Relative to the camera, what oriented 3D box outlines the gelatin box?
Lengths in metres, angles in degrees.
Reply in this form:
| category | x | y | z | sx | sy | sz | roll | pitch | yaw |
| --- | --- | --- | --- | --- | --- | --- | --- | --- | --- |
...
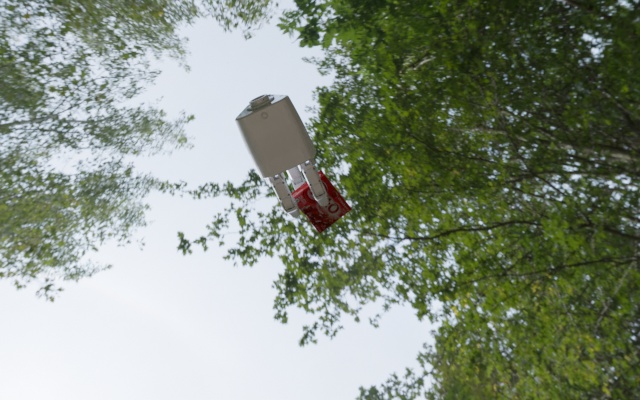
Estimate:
| category | x | y | z | sx | sy | sz | roll | pitch | yaw |
| --- | --- | --- | --- | --- | --- | --- | --- | --- | --- |
| gelatin box | 0.000 | 0.003 | 0.843 | 0.073 | 0.089 | 0.030 | -38 | 25 | 3 |
